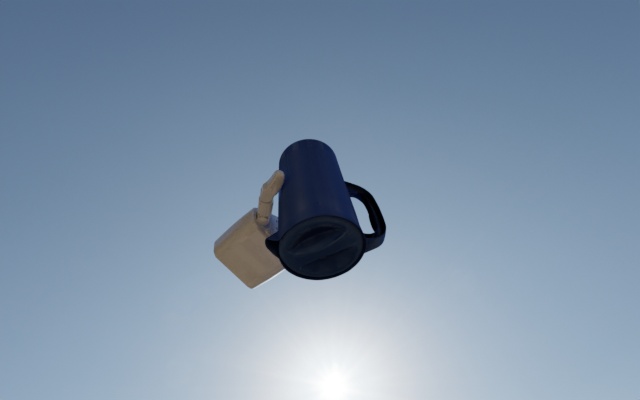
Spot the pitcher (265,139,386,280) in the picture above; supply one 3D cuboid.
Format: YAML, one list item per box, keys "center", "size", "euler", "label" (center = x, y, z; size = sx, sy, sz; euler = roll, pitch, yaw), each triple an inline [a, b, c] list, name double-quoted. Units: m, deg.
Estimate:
- center: [0.000, 0.003, 0.795]
  size: [0.145, 0.242, 0.149]
  euler: [-38, -56, 21]
  label: "pitcher"
